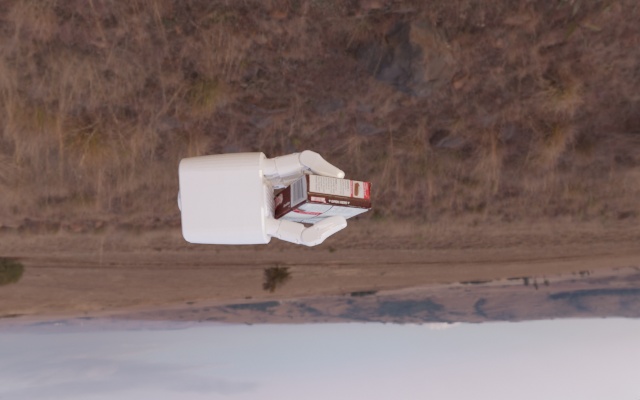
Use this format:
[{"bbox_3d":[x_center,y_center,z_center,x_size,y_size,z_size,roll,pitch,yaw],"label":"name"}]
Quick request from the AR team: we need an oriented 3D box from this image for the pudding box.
[{"bbox_3d":[0.000,0.002,0.612,0.090,0.039,0.113,6,-14,-24],"label":"pudding box"}]
